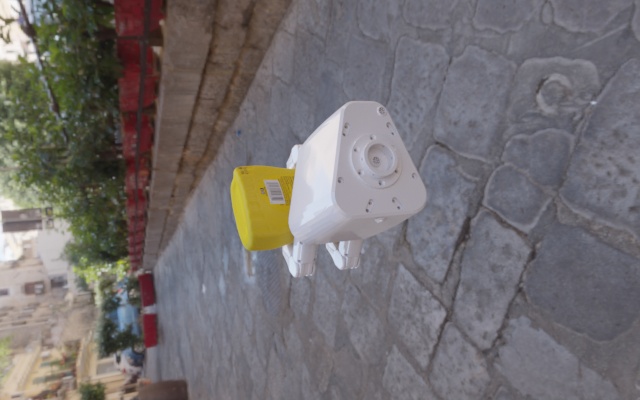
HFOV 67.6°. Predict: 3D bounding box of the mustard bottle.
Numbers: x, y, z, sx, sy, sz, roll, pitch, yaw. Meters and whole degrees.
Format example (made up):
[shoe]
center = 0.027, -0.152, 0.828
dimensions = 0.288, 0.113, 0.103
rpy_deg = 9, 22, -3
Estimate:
[mustard bottle]
center = 0.000, 0.002, 0.547
dimensions = 0.191, 0.096, 0.058
rpy_deg = -4, -38, -23
